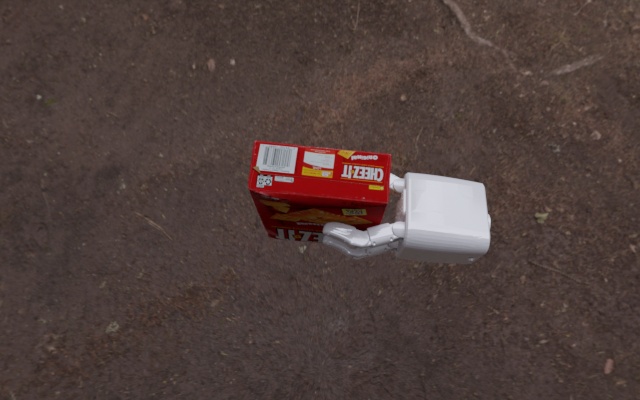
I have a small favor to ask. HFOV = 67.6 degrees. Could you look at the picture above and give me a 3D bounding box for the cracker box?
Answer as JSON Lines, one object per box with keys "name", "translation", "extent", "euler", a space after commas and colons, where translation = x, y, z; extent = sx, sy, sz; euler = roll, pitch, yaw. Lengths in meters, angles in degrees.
{"name": "cracker box", "translation": [0.000, 0.002, 0.644], "extent": [0.164, 0.072, 0.214], "euler": [6, -19, 2]}
